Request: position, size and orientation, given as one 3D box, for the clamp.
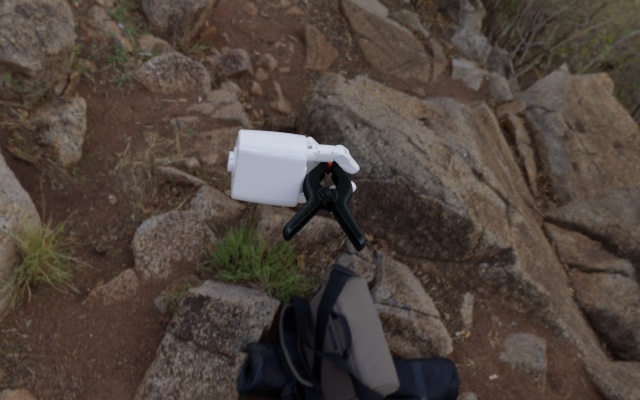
[{"bbox_3d":[0.000,0.002,0.728,0.120,0.171,0.039,5,-42,-14],"label":"clamp"}]
